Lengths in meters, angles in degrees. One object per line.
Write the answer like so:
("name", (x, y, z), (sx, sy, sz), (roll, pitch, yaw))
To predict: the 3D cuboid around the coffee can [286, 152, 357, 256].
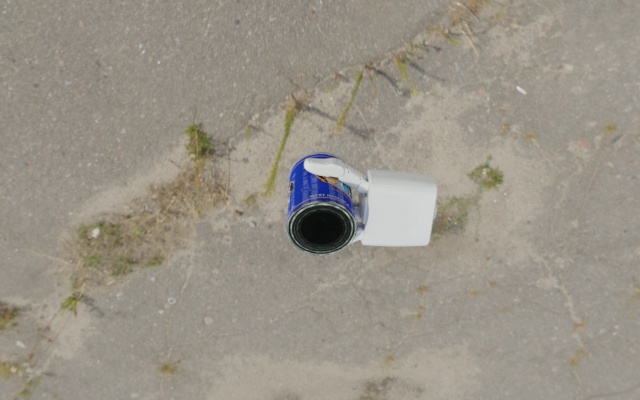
("coffee can", (0.000, 0.002, 0.745), (0.103, 0.103, 0.140), (0, 36, -2))
